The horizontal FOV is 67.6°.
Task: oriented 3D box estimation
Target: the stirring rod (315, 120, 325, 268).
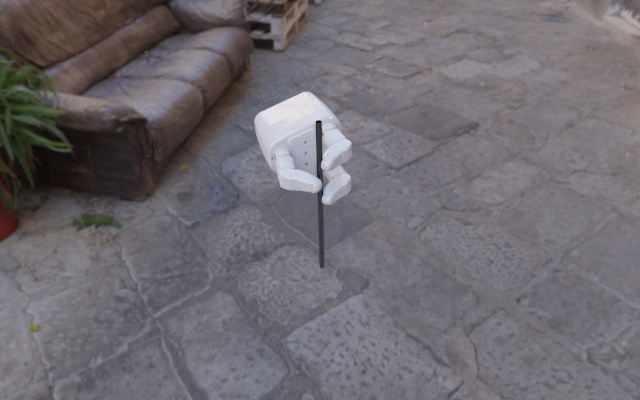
[{"bbox_3d":[0.000,0.002,0.644,0.011,0.240,0.011,-1,37,1],"label":"stirring rod"}]
